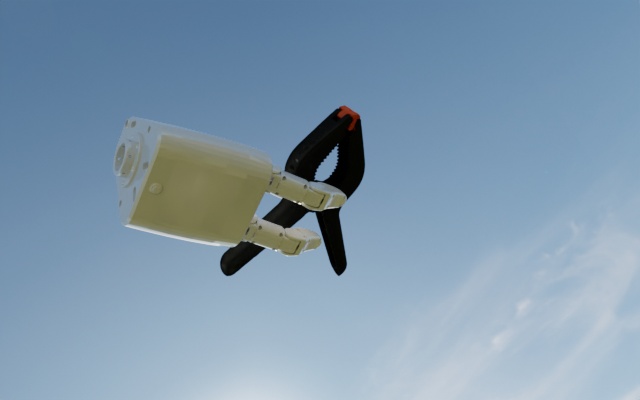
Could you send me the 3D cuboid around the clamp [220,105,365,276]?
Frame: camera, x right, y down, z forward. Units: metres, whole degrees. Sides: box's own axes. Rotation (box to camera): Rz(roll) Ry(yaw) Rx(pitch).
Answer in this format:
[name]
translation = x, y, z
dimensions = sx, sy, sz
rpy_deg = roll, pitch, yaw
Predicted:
[clamp]
translation = 0.000, 0.001, 0.523
dimensions = 0.164, 0.210, 0.036
rpy_deg = 14, 21, -40
